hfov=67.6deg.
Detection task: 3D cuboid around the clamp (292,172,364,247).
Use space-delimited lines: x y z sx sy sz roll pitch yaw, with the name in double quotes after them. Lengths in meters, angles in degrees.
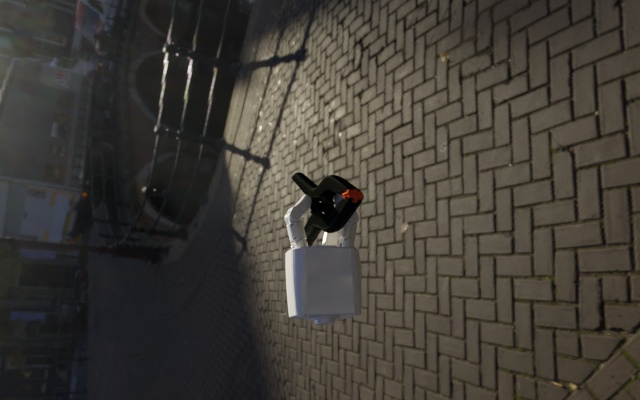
0.000 0.003 0.803 0.036 0.164 0.210 7 -22 -29 "clamp"
